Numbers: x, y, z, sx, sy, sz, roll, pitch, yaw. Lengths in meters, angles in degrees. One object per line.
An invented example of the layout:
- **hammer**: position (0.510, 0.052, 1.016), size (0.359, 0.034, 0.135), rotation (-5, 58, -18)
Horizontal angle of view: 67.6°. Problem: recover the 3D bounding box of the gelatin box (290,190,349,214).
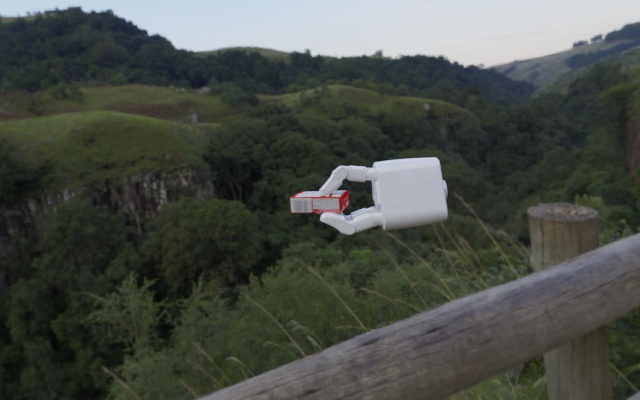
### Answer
- **gelatin box**: position (0.000, 0.002, 0.821), size (0.089, 0.030, 0.073), rotation (-1, 9, 13)
